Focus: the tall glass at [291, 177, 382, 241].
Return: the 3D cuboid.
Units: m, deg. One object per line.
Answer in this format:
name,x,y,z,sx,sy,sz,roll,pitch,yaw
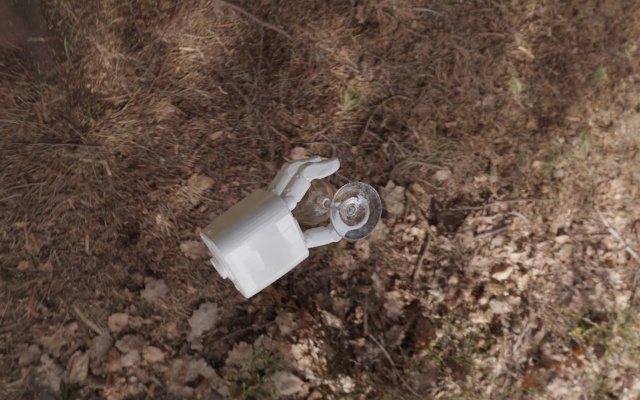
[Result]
tall glass,0.001,0.002,0.679,0.079,0.079,0.201,0,7,-26
